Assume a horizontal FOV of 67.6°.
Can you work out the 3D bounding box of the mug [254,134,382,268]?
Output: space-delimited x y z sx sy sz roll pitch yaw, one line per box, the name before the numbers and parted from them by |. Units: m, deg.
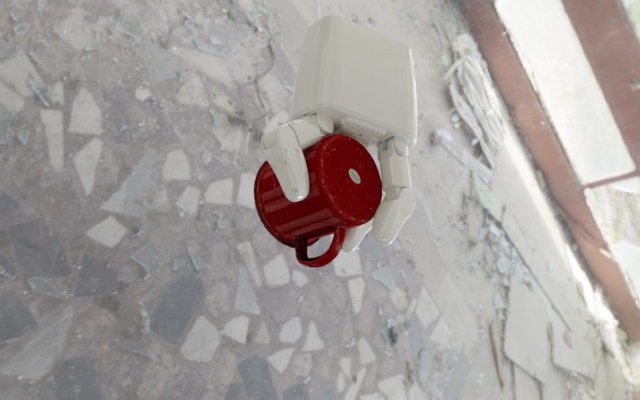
mug | 0.000 0.003 0.425 0.093 0.117 0.081 23 -30 -38
